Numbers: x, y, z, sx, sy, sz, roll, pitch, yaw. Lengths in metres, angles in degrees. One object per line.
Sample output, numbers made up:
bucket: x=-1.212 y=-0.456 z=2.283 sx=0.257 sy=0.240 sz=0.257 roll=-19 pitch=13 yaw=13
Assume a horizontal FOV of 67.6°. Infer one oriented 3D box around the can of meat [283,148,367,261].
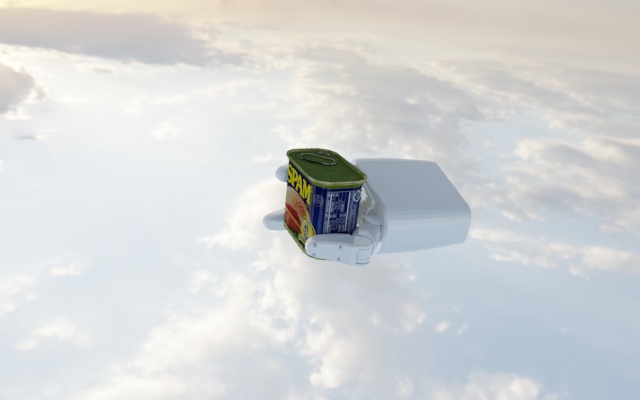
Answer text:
can of meat: x=0.000 y=0.002 z=0.483 sx=0.057 sy=0.084 sz=0.102 roll=-4 pitch=25 yaw=-22
